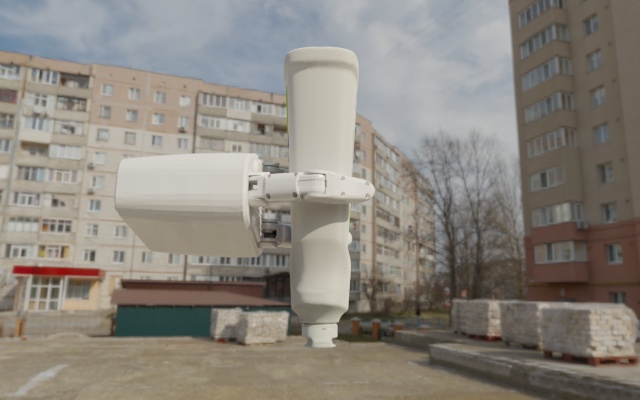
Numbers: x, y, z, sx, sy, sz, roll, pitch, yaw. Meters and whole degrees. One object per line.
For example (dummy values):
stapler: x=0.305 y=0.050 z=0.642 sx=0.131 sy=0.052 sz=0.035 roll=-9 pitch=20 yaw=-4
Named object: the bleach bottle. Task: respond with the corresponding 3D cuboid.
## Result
bleach bottle: x=0.000 y=0.001 z=0.428 sx=0.068 sy=0.250 sz=0.102 roll=0 pitch=-11 yaw=2
